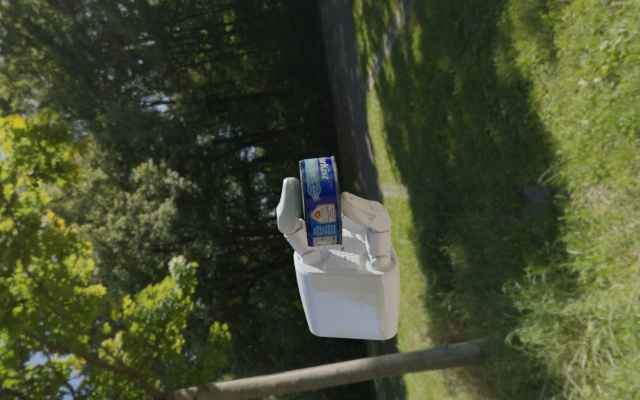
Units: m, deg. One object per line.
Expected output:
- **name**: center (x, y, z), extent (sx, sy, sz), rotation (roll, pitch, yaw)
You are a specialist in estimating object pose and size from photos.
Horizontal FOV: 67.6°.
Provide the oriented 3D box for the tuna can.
- **tuna can**: center (-0.001, 0.001, 0.459), extent (0.034, 0.086, 0.086), rotation (-5, 0, -2)
